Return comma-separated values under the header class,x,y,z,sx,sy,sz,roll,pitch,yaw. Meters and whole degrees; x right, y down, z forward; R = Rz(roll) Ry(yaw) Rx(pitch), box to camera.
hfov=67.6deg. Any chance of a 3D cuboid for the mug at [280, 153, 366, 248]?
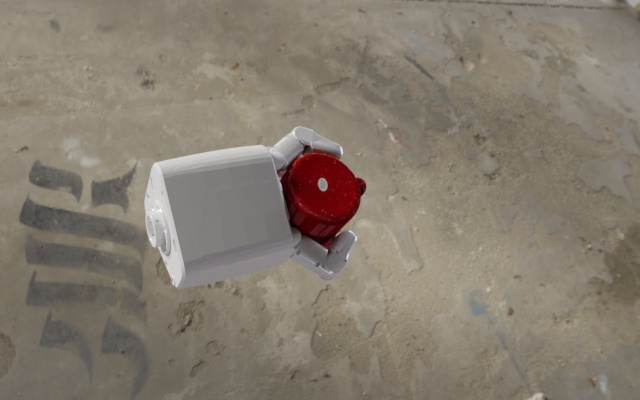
class,x,y,z,sx,sy,sz,roll,pitch,yaw
mug,0.001,0.001,0.506,0.117,0.093,0.081,-14,-21,-31
